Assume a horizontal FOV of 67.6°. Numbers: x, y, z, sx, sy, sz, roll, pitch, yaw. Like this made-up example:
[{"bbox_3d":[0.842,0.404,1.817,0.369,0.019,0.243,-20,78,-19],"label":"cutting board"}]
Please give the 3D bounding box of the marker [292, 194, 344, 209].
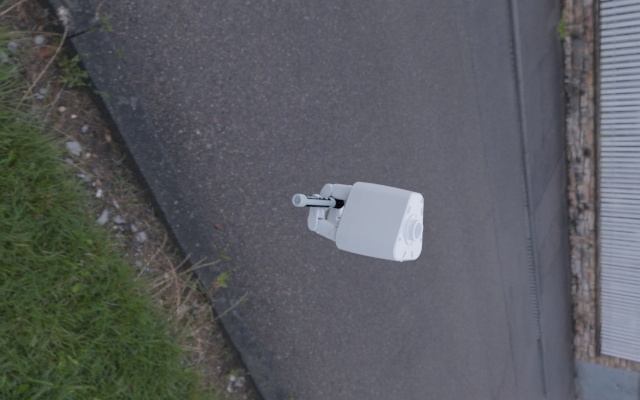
[{"bbox_3d":[0.000,0.002,0.768,0.020,0.020,0.121,0,-3,37],"label":"marker"}]
